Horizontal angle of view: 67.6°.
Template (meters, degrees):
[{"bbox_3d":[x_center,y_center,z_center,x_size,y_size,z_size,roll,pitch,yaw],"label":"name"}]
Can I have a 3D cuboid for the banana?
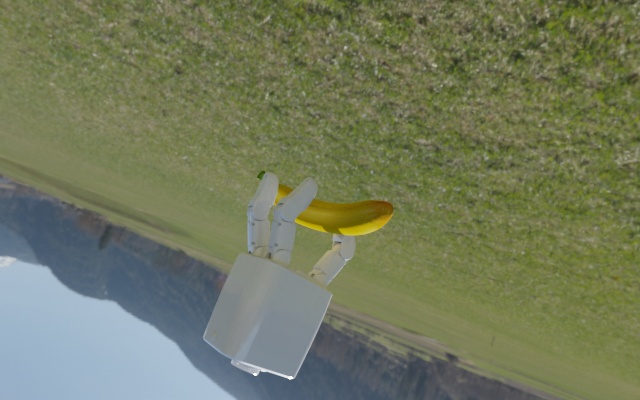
[{"bbox_3d":[0.006,0.011,0.557,0.198,0.037,0.070,13,-26,38],"label":"banana"}]
